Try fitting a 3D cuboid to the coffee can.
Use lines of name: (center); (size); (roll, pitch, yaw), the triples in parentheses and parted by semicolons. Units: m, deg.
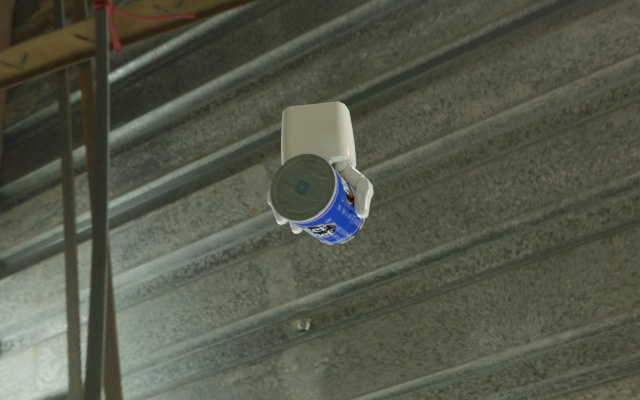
coffee can: (0.000, 0.003, 0.736); (0.103, 0.102, 0.140); (0, -18, 24)
